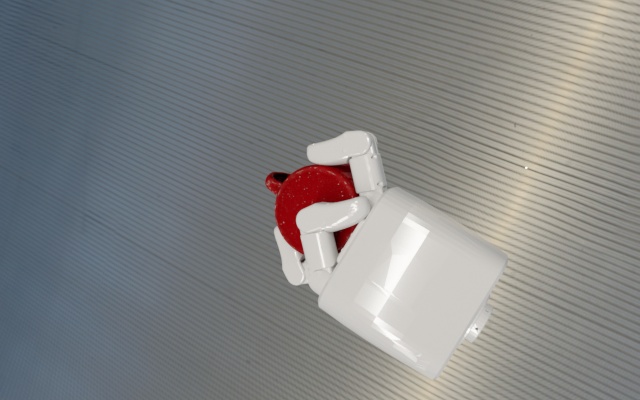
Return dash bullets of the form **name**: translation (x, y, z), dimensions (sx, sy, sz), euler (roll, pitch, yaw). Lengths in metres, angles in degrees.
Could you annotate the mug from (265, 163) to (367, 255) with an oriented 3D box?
- **mug**: translation (-0.001, 0.001, 0.448), dimensions (0.117, 0.093, 0.081), euler (30, 15, 18)
